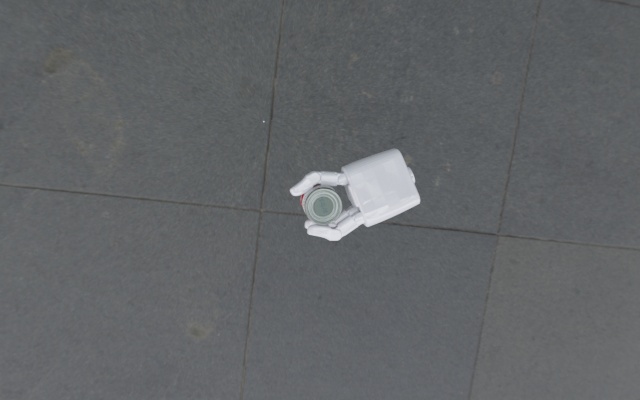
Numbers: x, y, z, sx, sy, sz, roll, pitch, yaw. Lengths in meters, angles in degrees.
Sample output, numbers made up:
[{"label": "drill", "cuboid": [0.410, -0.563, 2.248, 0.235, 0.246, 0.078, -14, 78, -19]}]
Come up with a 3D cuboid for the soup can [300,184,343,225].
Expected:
[{"label": "soup can", "cuboid": [0.000, 0.003, 0.866, 0.068, 0.068, 0.102, 0, 9, -7]}]
